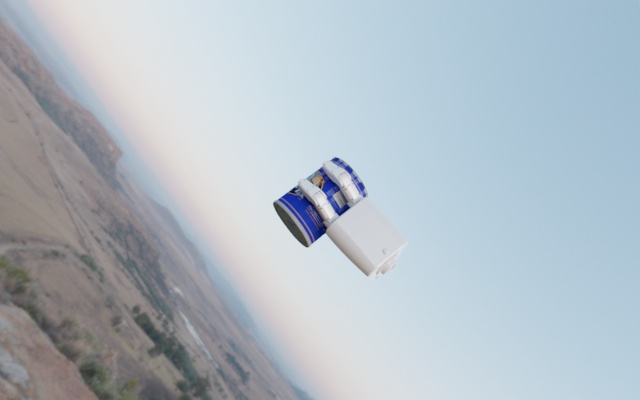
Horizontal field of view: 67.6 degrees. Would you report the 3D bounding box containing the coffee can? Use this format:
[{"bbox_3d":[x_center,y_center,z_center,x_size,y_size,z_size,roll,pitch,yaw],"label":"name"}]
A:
[{"bbox_3d":[0.000,0.003,0.861,0.140,0.103,0.103,-38,11,-14],"label":"coffee can"}]
